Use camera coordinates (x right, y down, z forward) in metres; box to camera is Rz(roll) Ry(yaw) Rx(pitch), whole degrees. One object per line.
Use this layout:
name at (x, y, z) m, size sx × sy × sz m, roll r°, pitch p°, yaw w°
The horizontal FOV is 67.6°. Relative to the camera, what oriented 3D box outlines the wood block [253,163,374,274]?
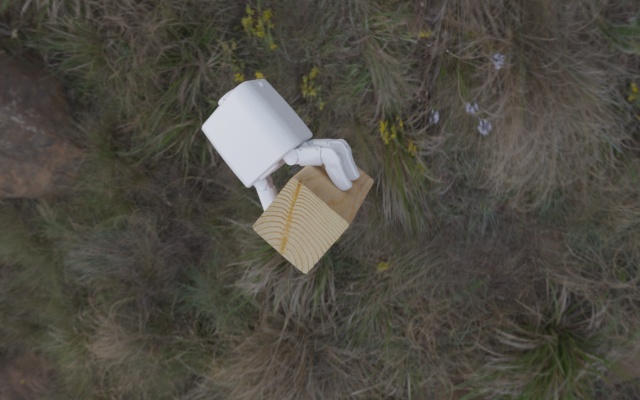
wood block at (0.000, 0.002, 0.660) m, size 0.090 × 0.091 × 0.206 m, roll 41°, pitch 22°, yaw 0°
